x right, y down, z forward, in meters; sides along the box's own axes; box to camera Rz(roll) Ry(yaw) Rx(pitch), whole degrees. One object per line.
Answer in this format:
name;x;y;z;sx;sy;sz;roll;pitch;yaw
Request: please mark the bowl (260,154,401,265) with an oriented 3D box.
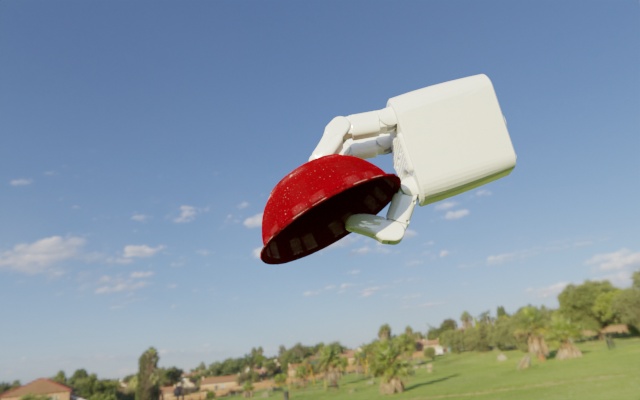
bowl;-0.001;0.002;0.489;0.162;0.055;0.162;-28;-18;-10
